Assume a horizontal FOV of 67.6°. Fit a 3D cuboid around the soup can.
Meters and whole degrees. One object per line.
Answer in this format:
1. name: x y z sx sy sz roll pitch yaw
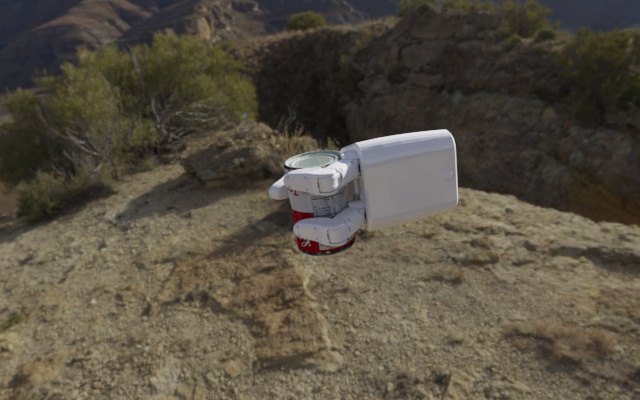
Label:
1. soup can: 0.000 0.002 0.535 0.068 0.102 0.068 -8 21 3
